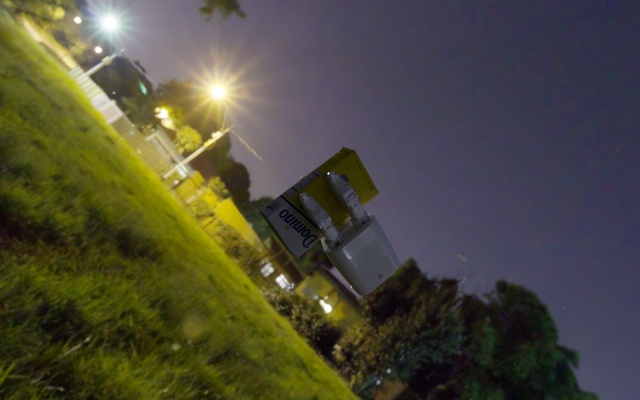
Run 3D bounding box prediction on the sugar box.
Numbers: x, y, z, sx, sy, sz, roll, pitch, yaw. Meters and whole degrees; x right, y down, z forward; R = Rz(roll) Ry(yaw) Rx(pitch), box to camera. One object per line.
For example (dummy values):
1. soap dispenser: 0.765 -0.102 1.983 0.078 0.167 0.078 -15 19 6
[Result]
1. sugar box: 0.001 0.003 0.767 0.176 0.093 0.048 -39 27 -11
